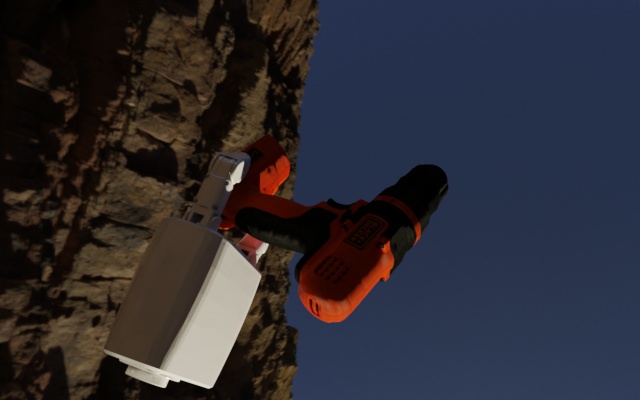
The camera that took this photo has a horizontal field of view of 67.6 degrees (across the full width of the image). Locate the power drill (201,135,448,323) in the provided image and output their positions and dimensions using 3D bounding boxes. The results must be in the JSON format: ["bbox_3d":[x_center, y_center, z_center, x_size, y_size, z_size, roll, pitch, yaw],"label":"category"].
[{"bbox_3d":[0.000,0.001,0.434,0.187,0.057,0.184,24,50,32],"label":"power drill"}]
